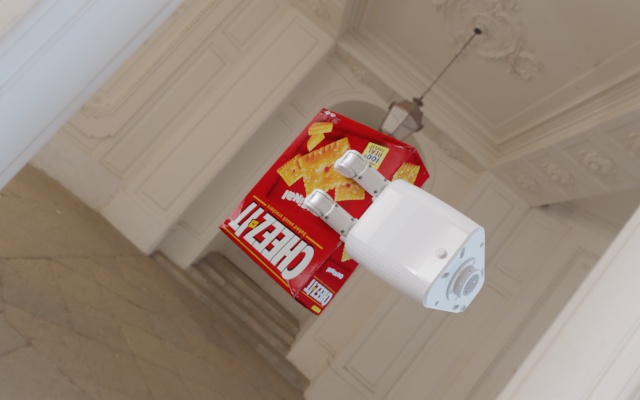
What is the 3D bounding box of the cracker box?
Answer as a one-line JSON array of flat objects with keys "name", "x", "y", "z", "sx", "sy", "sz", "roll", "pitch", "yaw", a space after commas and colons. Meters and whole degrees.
[{"name": "cracker box", "x": 0.000, "y": 0.002, "z": 0.585, "sx": 0.164, "sy": 0.213, "sz": 0.072, "roll": 34, "pitch": -10, "yaw": 40}]
